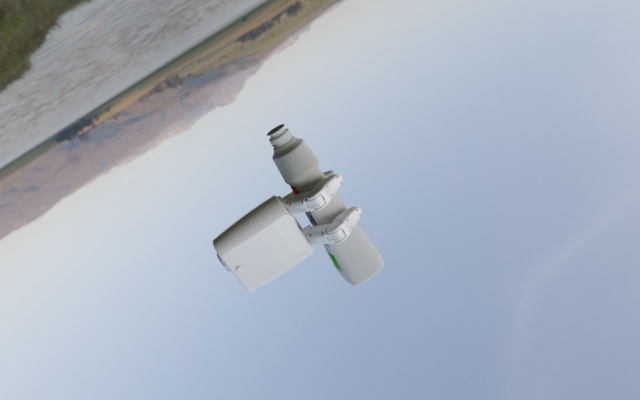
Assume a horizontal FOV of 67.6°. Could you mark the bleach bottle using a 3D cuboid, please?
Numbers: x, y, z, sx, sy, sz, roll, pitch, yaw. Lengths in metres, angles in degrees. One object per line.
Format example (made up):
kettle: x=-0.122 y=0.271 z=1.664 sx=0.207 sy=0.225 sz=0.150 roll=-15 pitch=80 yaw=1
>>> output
bleach bottle: x=0.000 y=0.002 z=0.685 sx=0.068 sy=0.251 sz=0.102 roll=-34 pitch=22 yaw=-5
